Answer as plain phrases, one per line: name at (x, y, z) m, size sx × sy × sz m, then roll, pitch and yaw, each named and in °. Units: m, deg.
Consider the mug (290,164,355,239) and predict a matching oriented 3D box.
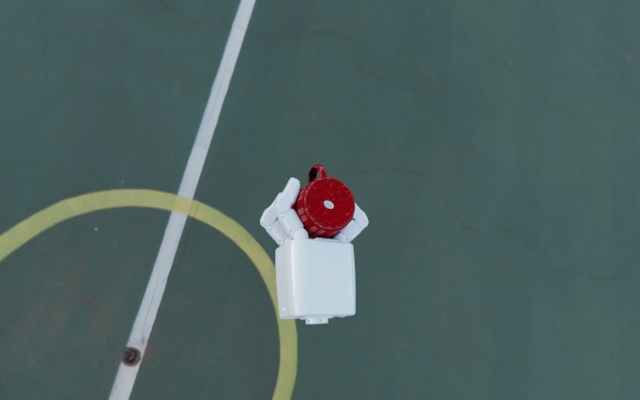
mug at (0.000, 0.001, 0.716) m, size 0.093 × 0.117 × 0.081 m, roll 2°, pitch -16°, yaw -20°
